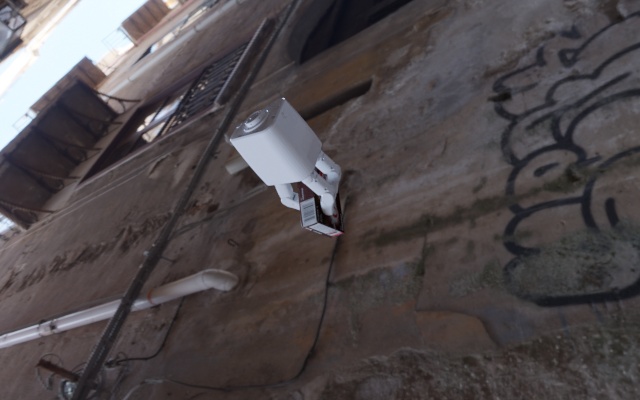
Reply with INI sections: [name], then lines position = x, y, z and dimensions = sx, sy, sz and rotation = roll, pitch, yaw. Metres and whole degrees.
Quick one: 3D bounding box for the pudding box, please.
[pudding box]
position = 0.000, 0.003, 0.862
dimensions = 0.039, 0.113, 0.090
rotation = -19, -25, 31
